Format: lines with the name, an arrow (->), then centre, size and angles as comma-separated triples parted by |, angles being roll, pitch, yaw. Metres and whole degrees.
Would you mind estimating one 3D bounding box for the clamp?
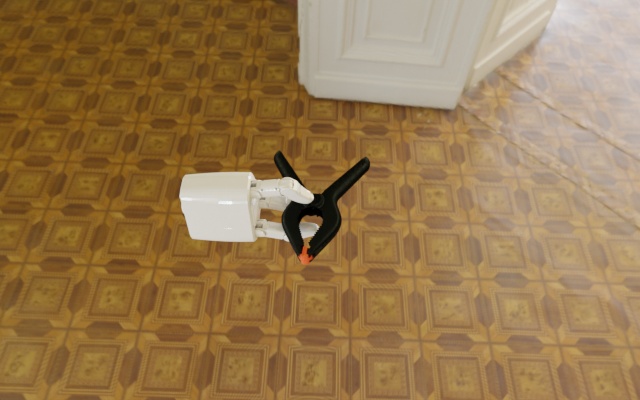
clamp -> 0.000, 0.003, 0.766 | 0.164, 0.209, 0.036 | -2, -34, 4
